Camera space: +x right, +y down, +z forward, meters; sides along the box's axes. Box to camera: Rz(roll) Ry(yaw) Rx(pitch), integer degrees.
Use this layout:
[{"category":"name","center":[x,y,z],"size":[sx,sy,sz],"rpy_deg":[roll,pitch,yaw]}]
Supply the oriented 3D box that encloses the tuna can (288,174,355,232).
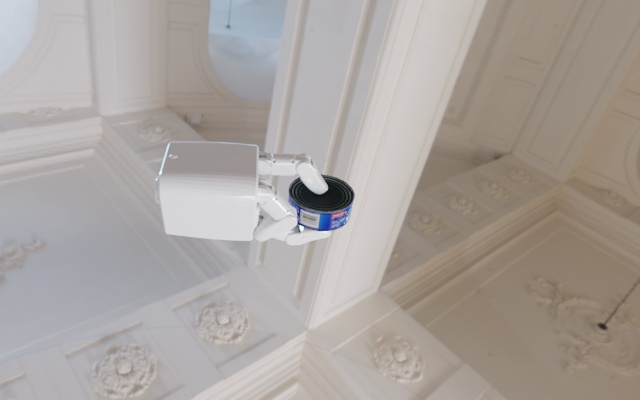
[{"category":"tuna can","center":[0.000,0.003,0.624],"size":[0.086,0.034,0.086],"rpy_deg":[5,35,-3]}]
